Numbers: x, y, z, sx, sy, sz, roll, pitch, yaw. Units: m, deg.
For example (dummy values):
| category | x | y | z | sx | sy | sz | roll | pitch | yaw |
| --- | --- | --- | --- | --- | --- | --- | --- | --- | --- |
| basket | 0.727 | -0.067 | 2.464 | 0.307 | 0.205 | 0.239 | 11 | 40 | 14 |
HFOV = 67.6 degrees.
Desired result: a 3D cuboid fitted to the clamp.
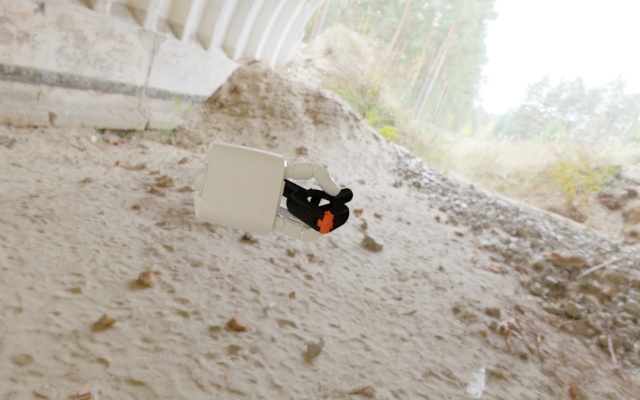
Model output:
| category | x | y | z | sx | sy | sz | roll | pitch | yaw |
| --- | --- | --- | --- | --- | --- | --- | --- | --- | --- |
| clamp | 0.000 | 0.002 | 0.730 | 0.164 | 0.036 | 0.210 | 9 | 16 | -20 |
